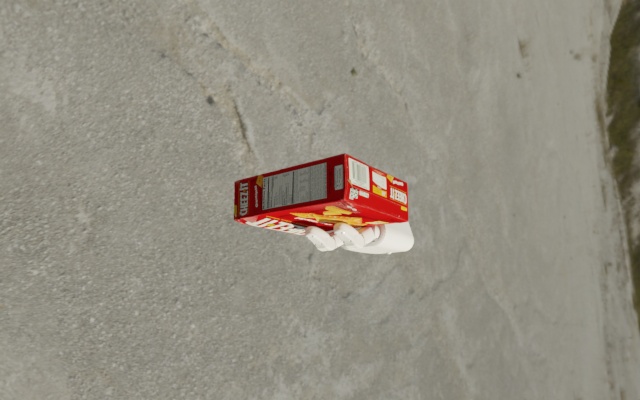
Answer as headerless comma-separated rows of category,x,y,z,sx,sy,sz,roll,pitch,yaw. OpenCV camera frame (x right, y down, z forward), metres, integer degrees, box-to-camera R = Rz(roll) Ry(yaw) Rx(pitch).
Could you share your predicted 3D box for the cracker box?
cracker box,0.000,0.002,0.721,0.214,0.072,0.164,-11,-18,38
